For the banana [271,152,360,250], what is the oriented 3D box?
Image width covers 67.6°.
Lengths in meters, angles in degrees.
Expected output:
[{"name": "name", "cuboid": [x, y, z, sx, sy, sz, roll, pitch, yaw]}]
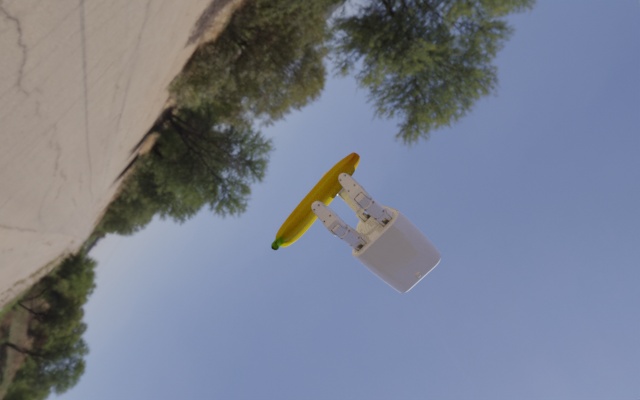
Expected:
[{"name": "banana", "cuboid": [-0.007, 0.006, 0.748, 0.037, 0.197, 0.069, 42, -12, -11]}]
